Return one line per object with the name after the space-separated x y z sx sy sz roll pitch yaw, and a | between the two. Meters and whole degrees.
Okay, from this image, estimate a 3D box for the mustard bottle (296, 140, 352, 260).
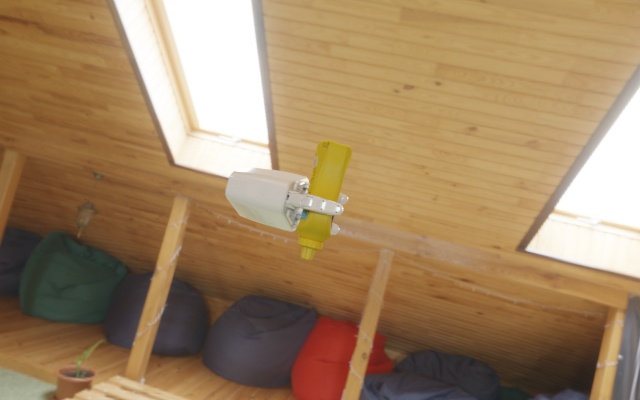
0.001 0.002 0.778 0.058 0.191 0.096 16 -5 -9 | mustard bottle
